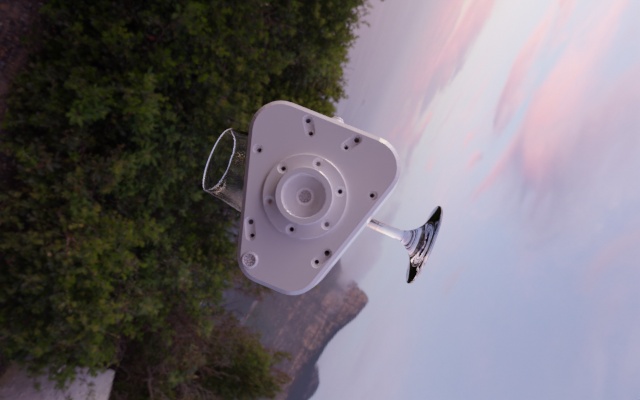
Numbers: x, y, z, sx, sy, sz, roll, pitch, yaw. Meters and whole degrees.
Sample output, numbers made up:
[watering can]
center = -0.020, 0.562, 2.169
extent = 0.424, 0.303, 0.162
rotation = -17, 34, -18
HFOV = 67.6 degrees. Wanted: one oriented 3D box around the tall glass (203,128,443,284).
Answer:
[tall glass]
center = 0.001, 0.002, 0.425
extent = 0.201, 0.079, 0.079
rotation = 22, 1, 3
